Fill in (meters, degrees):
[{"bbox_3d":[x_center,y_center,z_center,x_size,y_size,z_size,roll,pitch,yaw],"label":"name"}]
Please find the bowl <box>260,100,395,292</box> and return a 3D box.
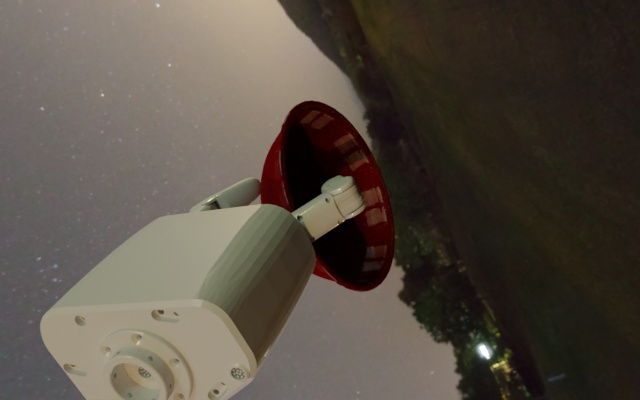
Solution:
[{"bbox_3d":[0.000,0.001,0.404,0.055,0.162,0.162,-20,-11,32],"label":"bowl"}]
